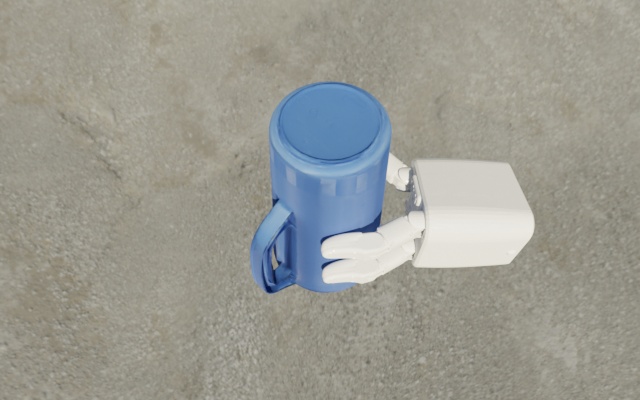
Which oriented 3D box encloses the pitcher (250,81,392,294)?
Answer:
[{"bbox_3d":[0.000,0.002,0.507,0.145,0.149,0.243,2,-31,1],"label":"pitcher"}]
